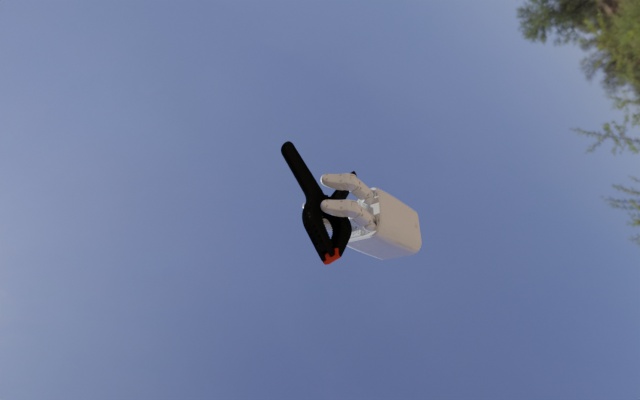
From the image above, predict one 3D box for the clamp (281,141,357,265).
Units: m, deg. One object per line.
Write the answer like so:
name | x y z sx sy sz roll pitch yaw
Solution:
clamp | 0.000 0.003 0.786 0.164 0.209 0.036 26 -44 -30
